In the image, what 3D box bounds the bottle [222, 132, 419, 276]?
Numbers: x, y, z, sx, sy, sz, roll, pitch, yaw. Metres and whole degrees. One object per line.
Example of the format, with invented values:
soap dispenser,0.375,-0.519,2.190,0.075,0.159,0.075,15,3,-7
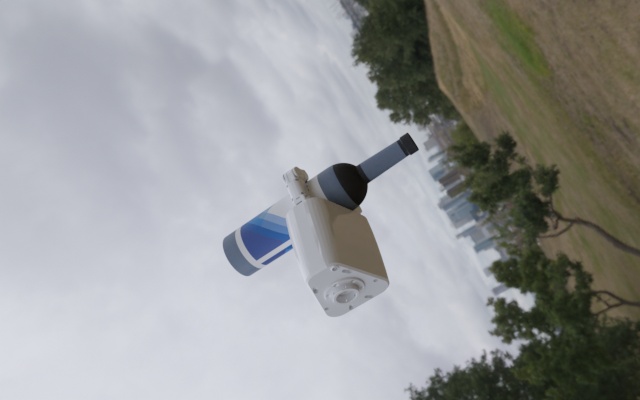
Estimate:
bottle,0.000,0.002,0.648,0.296,0.069,0.069,-33,-10,15
